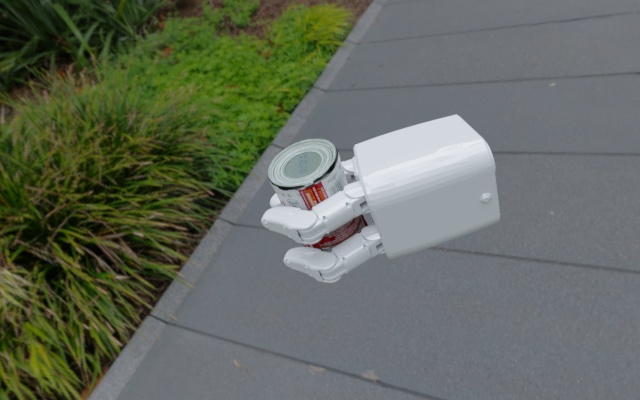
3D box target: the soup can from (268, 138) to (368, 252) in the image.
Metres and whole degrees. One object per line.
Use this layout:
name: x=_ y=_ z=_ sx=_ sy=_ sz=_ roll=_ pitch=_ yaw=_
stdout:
soup can: x=-0.001 y=0.001 z=0.451 sx=0.068 sy=0.102 sz=0.068 roll=-14 pitch=40 yaw=13
